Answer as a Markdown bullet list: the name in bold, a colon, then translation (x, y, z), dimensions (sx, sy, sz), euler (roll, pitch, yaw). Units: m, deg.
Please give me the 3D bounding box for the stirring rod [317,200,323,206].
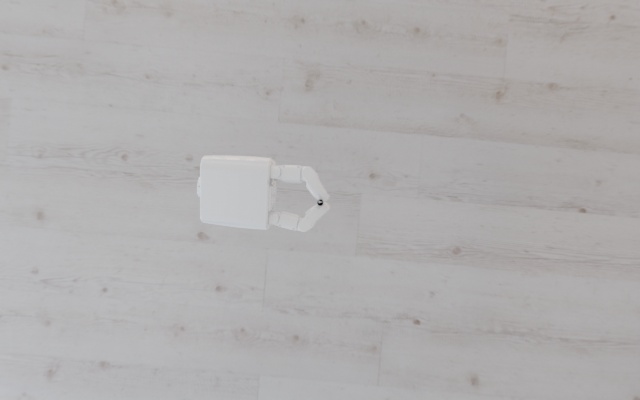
- **stirring rod**: translation (0.000, 0.003, 0.750), dimensions (0.011, 0.011, 0.239), euler (0, 0, 0)
